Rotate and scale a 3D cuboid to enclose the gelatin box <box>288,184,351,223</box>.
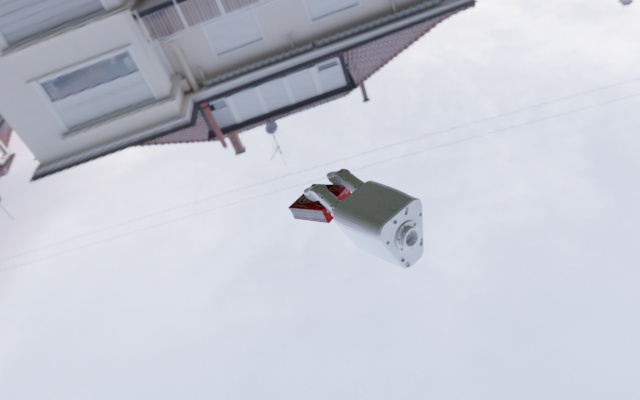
[{"bbox_3d":[0.000,0.003,0.826,0.089,0.030,0.073,4,39,46],"label":"gelatin box"}]
